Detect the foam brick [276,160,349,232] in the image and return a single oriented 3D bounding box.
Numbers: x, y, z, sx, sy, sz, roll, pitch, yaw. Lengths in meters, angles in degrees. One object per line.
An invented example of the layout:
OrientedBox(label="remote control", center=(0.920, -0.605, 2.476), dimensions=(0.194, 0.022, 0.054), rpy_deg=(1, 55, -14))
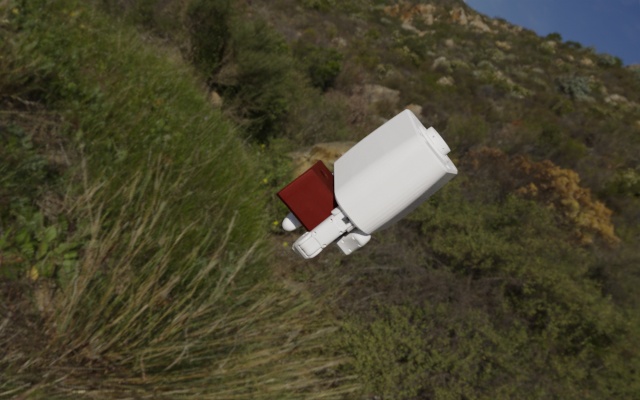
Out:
OrientedBox(label="foam brick", center=(0.000, 0.002, 0.535), dimensions=(0.051, 0.078, 0.053), rpy_deg=(-38, 5, 20))
